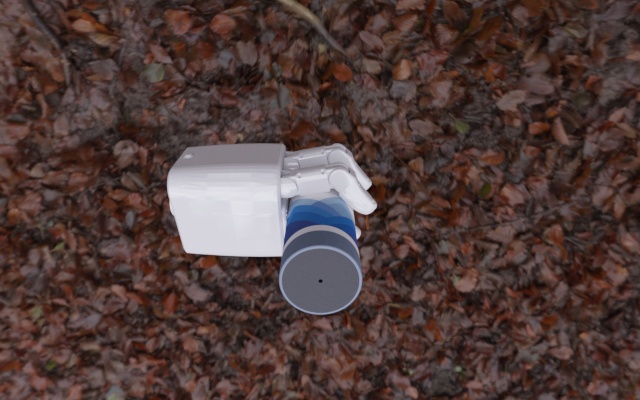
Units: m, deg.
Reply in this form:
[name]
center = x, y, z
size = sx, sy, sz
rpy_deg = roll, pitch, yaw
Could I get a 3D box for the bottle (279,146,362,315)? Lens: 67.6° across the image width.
[bottle]
center = 0.000, 0.002, 0.511
size = 0.069, 0.069, 0.295
rpy_deg = 0, 25, 0
